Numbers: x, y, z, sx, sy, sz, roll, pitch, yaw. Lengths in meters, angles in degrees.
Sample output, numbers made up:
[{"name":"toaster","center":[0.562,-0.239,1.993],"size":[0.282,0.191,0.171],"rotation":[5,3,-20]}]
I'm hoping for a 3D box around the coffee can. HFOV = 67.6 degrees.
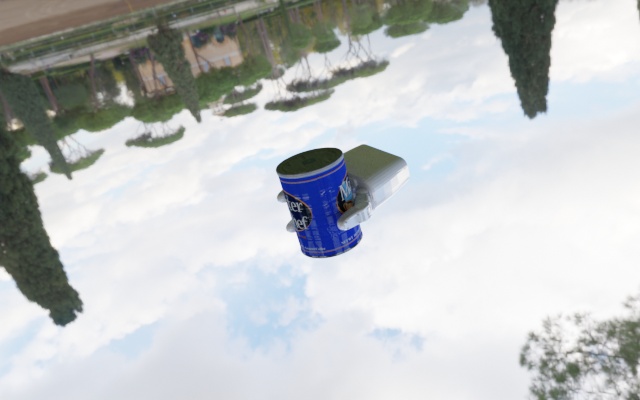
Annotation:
[{"name":"coffee can","center":[0.000,0.002,0.729],"size":[0.103,0.140,0.102],"rotation":[-13,23,6]}]
